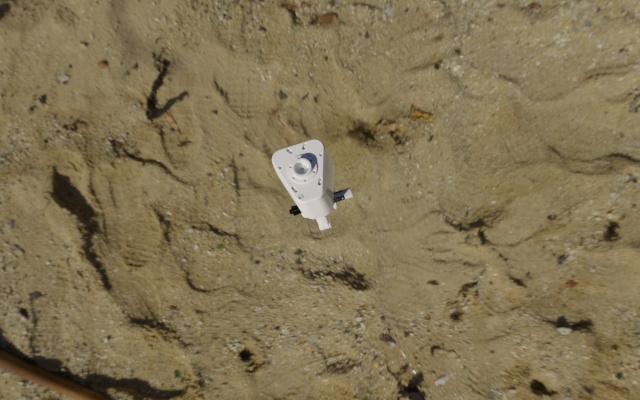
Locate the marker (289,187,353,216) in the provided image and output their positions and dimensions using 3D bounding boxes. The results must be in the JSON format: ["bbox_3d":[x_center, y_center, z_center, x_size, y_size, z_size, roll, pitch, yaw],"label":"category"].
[{"bbox_3d":[0.000,0.003,0.884,0.121,0.020,0.020,-18,-1,3],"label":"marker"}]
